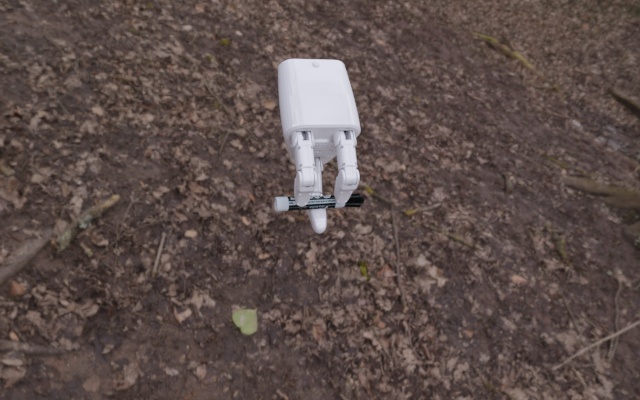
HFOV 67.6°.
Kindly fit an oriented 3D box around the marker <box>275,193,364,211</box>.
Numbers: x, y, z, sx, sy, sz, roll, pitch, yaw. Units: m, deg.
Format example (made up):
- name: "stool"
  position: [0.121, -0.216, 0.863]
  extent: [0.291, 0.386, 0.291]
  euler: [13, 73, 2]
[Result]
- name: "marker"
  position: [0.000, 0.002, 0.634]
  extent: [0.121, 0.020, 0.020]
  euler: [-3, 1, -16]
